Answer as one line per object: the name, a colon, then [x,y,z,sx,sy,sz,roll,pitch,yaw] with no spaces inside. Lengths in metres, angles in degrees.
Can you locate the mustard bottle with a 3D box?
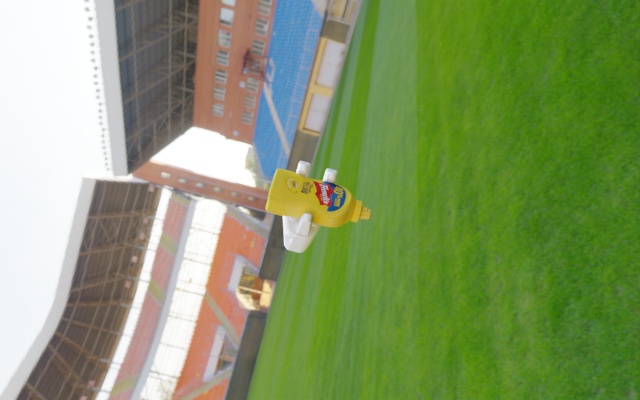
mustard bottle: [0.000,0.003,0.888,0.191,0.058,0.096,15,40,-4]
